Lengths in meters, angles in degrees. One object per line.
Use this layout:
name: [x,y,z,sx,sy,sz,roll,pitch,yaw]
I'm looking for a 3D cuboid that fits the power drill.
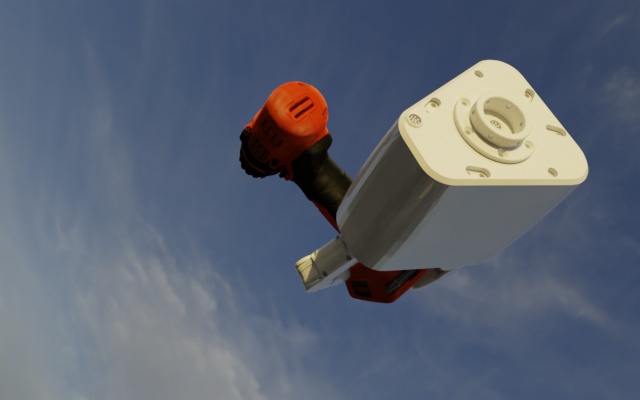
power drill: [0.000,0.002,0.420,0.057,0.187,0.184,-41,5,-17]
